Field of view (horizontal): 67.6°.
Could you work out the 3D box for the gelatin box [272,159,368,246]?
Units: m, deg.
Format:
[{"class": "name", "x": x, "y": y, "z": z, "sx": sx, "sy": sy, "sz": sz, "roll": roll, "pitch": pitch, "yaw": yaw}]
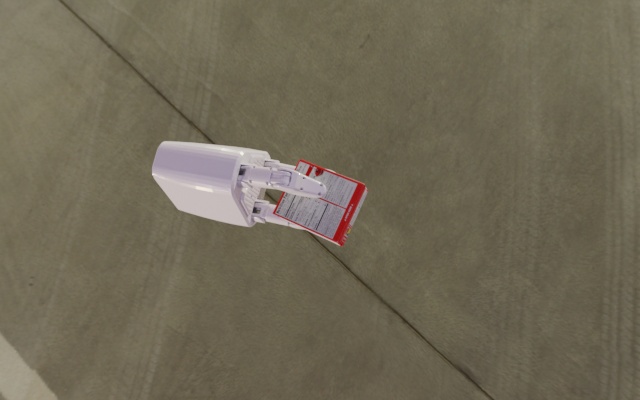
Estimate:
[{"class": "gelatin box", "x": 0.000, "y": 0.002, "z": 0.552, "sx": 0.089, "sy": 0.073, "sz": 0.030, "roll": 23, "pitch": -7, "yaw": 20}]
